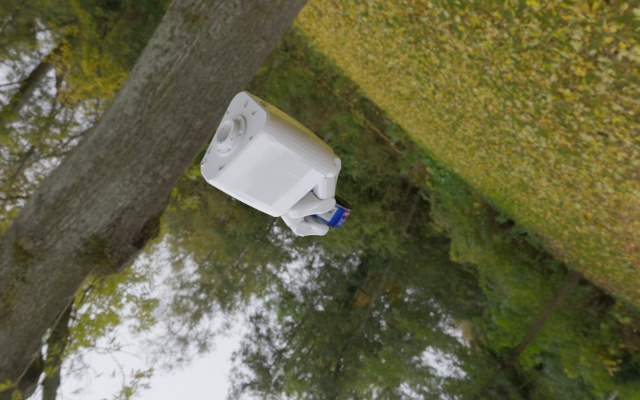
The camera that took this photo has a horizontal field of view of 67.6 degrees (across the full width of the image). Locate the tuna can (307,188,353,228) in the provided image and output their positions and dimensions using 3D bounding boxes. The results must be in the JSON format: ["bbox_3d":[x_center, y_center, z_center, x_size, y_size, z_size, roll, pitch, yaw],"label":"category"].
[{"bbox_3d":[0.000,0.003,0.666,0.086,0.034,0.086,32,9,-6],"label":"tuna can"}]
